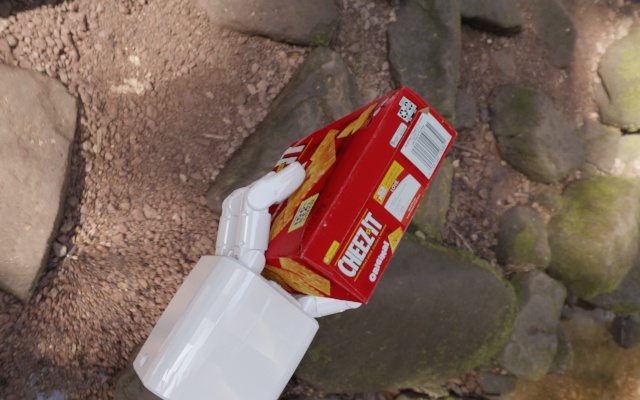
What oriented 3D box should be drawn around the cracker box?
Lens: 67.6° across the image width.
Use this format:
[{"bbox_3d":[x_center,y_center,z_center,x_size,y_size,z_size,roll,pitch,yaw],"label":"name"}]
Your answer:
[{"bbox_3d":[0.000,0.002,0.439,0.072,0.164,0.214,39,-22,-19],"label":"cracker box"}]
